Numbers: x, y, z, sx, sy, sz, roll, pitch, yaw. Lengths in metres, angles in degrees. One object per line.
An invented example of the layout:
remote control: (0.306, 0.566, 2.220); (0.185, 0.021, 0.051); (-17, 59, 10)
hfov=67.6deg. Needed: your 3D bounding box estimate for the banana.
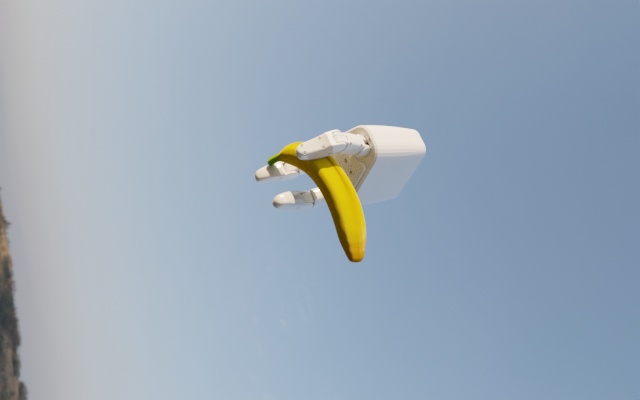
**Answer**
banana: (0.006, -0.014, 0.586); (0.037, 0.070, 0.197); (-3, 43, -44)
